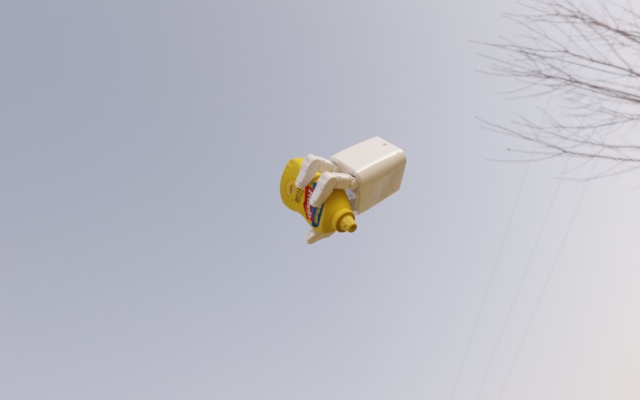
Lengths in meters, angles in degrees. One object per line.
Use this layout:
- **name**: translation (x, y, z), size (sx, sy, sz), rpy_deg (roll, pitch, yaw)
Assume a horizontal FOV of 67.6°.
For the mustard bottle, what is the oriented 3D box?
- **mustard bottle**: translation (0.000, 0.003, 0.835), size (0.058, 0.096, 0.191), rpy_deg (-4, 29, -37)
